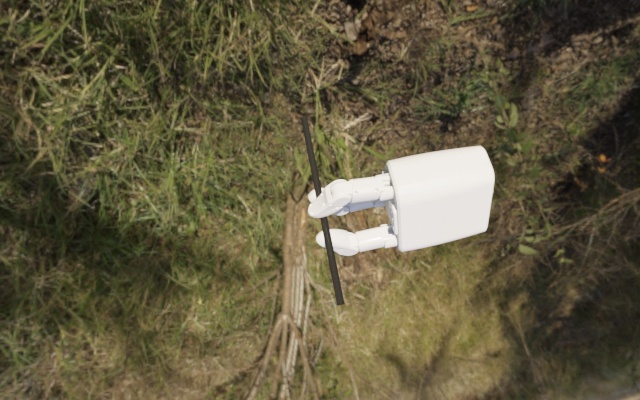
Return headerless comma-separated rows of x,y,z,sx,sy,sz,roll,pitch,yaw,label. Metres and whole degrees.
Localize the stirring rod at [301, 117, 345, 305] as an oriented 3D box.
0.000,0.002,0.545,0.011,0.239,0.011,-9,-28,-5,stirring rod
